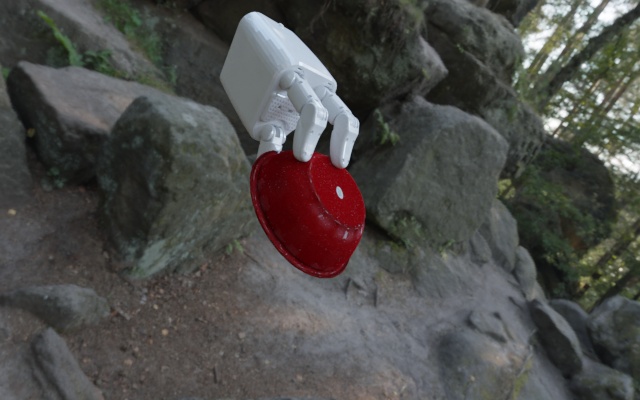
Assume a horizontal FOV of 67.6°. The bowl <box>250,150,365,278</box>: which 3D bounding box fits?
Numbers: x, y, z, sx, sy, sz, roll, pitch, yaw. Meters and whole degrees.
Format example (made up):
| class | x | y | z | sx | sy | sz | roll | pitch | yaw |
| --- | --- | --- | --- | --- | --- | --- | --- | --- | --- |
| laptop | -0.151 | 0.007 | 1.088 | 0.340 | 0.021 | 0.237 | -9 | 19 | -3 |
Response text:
| class | x | y | z | sx | sy | sz | roll | pitch | yaw |
| --- | --- | --- | --- | --- | --- | --- | --- | --- | --- |
| bowl | 0.001 | 0.003 | 0.529 | 0.055 | 0.162 | 0.162 | -32 | -18 | 31 |
